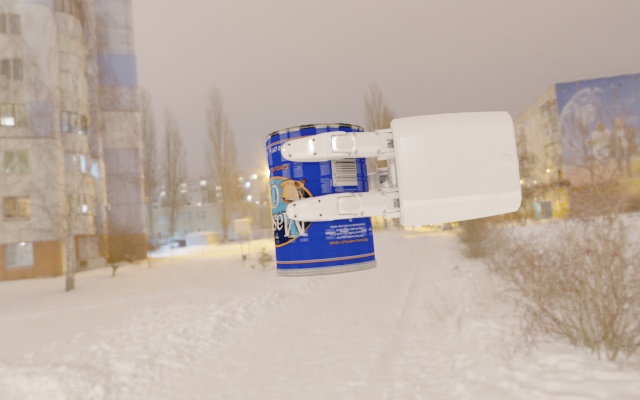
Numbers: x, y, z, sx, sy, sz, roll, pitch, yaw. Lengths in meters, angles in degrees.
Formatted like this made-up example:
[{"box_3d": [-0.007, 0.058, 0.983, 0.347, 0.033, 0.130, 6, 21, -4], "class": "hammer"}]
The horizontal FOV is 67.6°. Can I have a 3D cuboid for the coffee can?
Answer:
[{"box_3d": [0.000, 0.002, 0.488, 0.103, 0.140, 0.103, -5, -4, 0], "class": "coffee can"}]
